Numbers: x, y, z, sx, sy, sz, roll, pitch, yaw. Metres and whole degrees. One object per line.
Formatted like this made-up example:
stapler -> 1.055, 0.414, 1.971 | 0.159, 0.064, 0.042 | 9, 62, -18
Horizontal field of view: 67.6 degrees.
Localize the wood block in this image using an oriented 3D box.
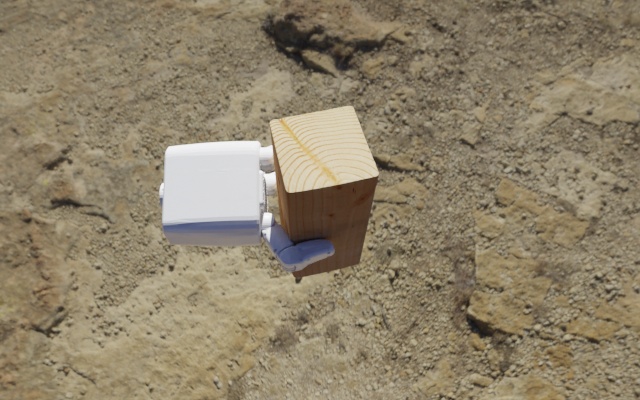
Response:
wood block -> 0.000, 0.002, 0.545 | 0.090, 0.090, 0.206 | -12, -30, -8
